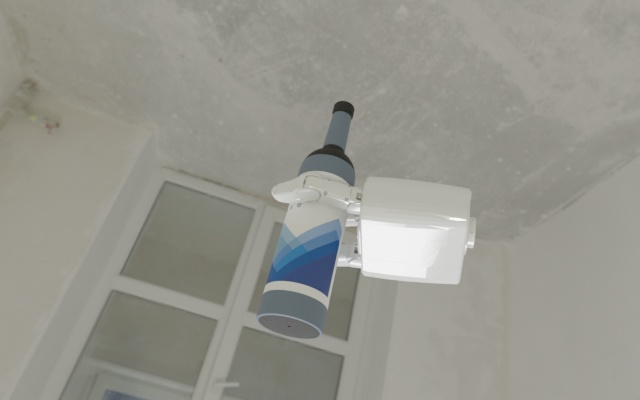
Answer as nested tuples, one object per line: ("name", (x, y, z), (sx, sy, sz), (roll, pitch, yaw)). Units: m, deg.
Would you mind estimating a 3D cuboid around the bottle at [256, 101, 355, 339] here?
("bottle", (0.000, 0.002, 0.540), (0.069, 0.295, 0.069), (10, -32, 6))
